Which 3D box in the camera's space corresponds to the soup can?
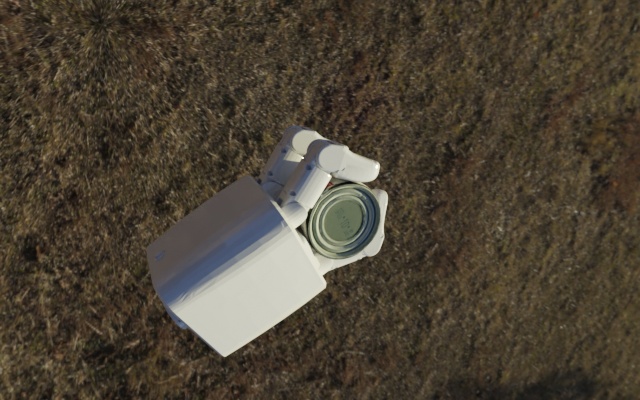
[{"bbox_3d":[0.001,0.001,0.421,0.068,0.068,0.102,0,19,-24],"label":"soup can"}]
